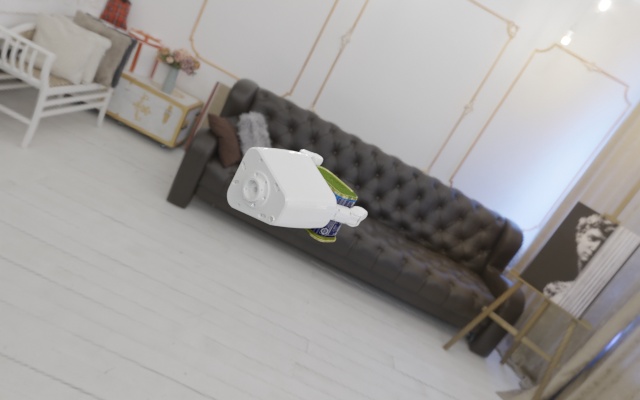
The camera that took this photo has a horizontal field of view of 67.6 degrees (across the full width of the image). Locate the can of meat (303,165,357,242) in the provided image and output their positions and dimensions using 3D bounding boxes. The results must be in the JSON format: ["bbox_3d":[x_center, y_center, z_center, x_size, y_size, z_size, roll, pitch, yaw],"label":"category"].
[{"bbox_3d":[0.000,0.002,0.759,0.057,0.084,0.102,7,29,-50],"label":"can of meat"}]
